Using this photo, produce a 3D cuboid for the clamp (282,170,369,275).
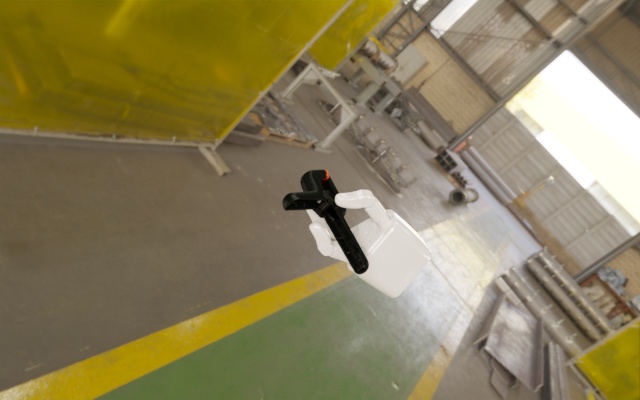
[{"bbox_3d":[0.001,0.002,0.731,0.165,0.036,0.209,42,19,-29],"label":"clamp"}]
